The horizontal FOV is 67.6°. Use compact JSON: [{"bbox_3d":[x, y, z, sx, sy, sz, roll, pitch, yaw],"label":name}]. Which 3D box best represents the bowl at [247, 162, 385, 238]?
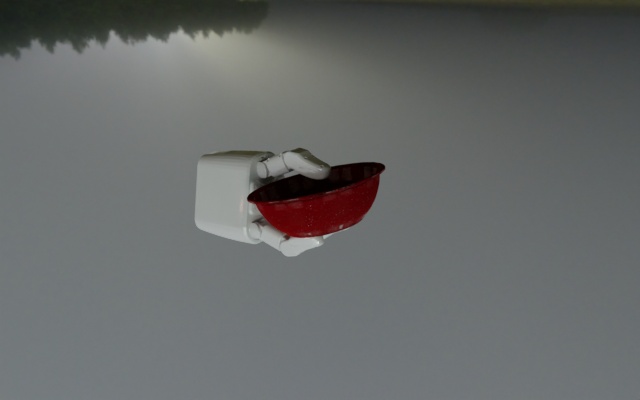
[{"bbox_3d":[0.001,0.002,0.549,0.162,0.055,0.162,-13,12,3],"label":"bowl"}]
